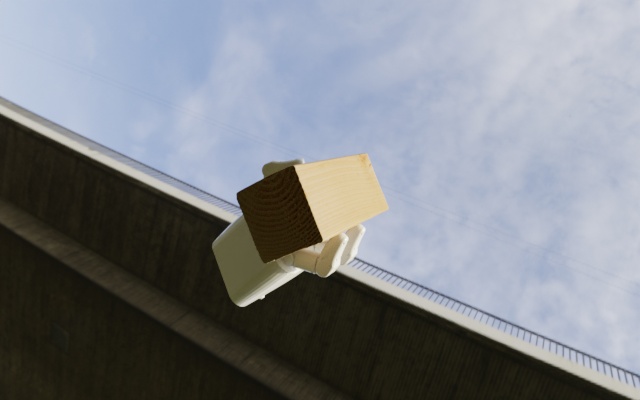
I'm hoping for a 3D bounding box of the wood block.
[{"bbox_3d":[0.000,0.002,0.616,0.090,0.091,0.206,-24,-2,29],"label":"wood block"}]
